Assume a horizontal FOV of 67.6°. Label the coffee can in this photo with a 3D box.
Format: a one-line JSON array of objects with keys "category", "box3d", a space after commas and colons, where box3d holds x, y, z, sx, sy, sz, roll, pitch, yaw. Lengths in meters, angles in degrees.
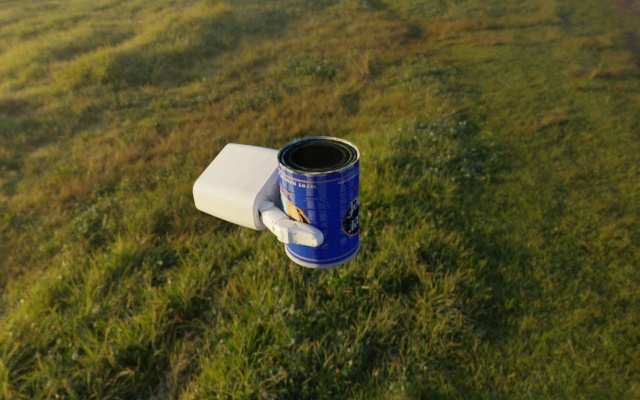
[{"category": "coffee can", "box3d": [0.000, 0.002, 0.618, 0.103, 0.140, 0.102, -2, 32, 1]}]
